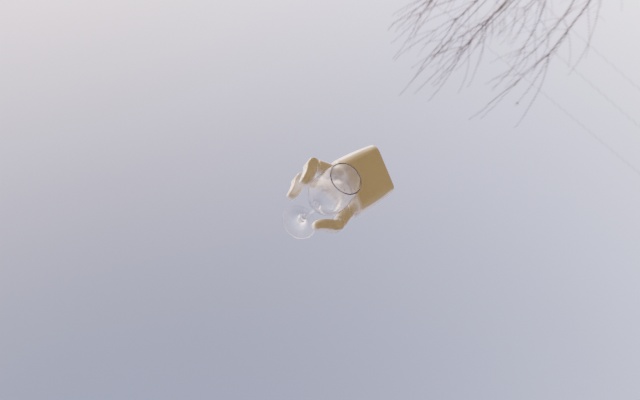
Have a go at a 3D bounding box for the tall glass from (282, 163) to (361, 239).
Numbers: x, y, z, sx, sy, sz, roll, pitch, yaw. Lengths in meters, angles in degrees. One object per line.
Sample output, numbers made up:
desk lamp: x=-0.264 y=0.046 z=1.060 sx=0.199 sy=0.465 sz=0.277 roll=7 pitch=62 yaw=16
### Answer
tall glass: x=0.000 y=0.003 z=0.893 sx=0.079 sy=0.079 sz=0.201 roll=0 pitch=-24 yaw=-29
